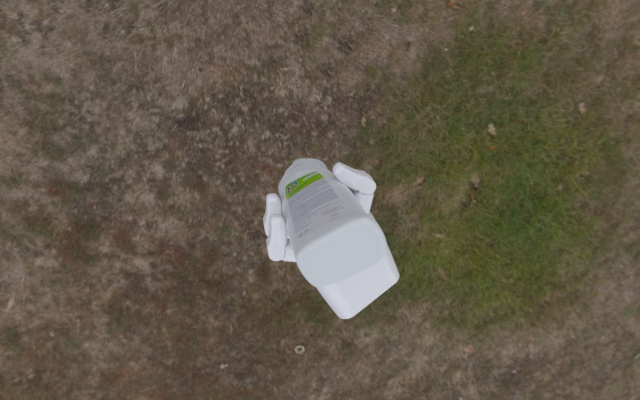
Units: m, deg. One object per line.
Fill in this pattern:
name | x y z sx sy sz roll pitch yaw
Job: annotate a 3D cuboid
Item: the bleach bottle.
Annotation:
bleach bottle | 0.000 0.002 0.620 0.102 0.068 0.250 -27 29 3
